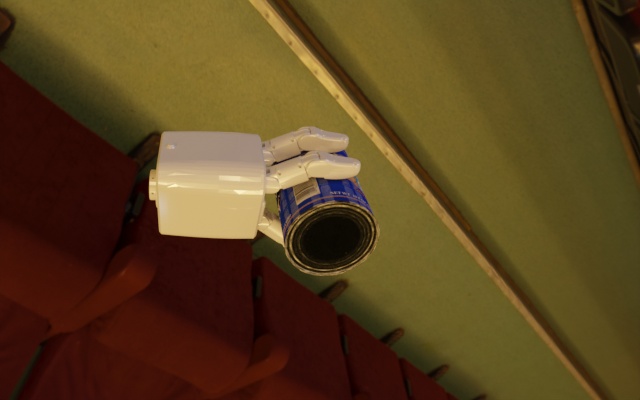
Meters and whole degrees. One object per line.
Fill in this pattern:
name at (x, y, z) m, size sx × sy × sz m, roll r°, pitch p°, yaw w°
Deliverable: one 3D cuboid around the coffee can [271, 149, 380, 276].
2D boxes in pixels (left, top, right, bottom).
coffee can at (0.000, 0.002, 0.555) m, size 0.103 × 0.103 × 0.140 m, roll 0°, pitch 36°, yaw -13°
